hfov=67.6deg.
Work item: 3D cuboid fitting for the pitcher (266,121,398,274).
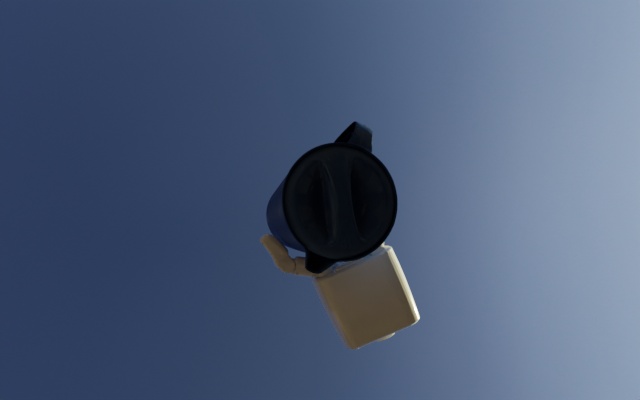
[{"bbox_3d":[0.000,0.002,0.637,0.149,0.145,0.243,-26,1,-15],"label":"pitcher"}]
